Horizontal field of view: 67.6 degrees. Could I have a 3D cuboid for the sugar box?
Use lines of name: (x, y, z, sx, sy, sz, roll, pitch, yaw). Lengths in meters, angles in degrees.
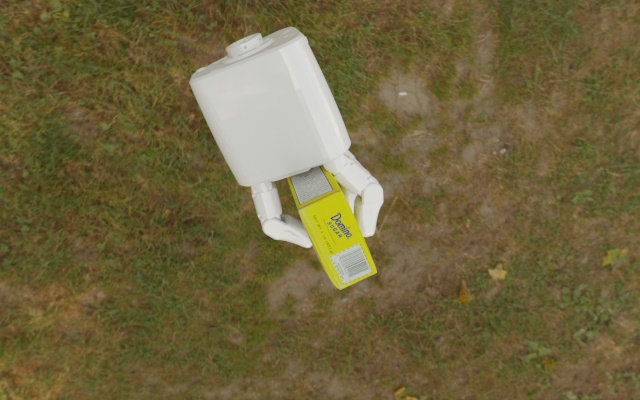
sugar box: (0.001, 0.001, 0.482, 0.048, 0.093, 0.176, -23, 27, 2)
